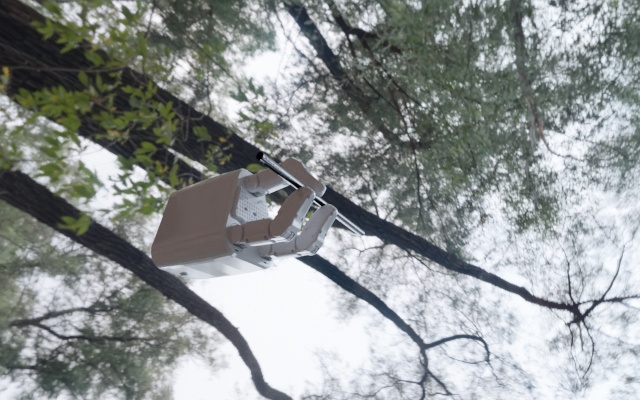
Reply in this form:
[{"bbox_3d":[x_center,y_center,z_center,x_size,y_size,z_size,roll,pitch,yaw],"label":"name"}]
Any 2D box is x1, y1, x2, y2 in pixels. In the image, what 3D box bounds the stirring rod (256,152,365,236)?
[{"bbox_3d":[0.000,0.002,0.521,0.011,0.011,0.240,0,-20,28],"label":"stirring rod"}]
